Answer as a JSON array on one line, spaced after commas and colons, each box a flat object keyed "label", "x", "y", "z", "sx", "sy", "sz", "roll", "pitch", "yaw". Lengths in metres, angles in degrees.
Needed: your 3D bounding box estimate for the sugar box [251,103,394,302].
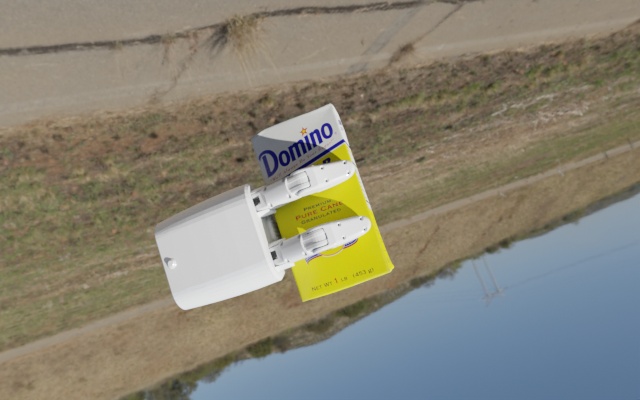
[{"label": "sugar box", "x": 0.000, "y": 0.002, "z": 0.479, "sx": 0.093, "sy": 0.176, "sz": 0.048, "roll": -21, "pitch": -8, "yaw": 9}]
